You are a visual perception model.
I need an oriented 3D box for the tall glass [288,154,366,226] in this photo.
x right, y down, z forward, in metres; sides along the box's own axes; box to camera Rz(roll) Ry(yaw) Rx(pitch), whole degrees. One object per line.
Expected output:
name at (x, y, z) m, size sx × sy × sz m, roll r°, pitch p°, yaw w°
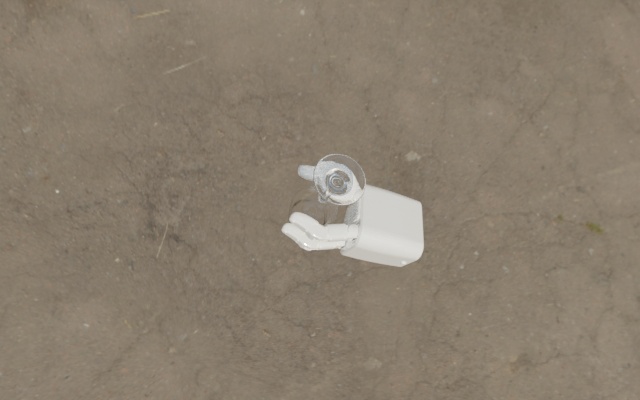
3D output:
tall glass at (0.000, 0.002, 0.729) m, size 0.079 × 0.079 × 0.201 m, roll 0°, pitch -18°, yaw -16°
